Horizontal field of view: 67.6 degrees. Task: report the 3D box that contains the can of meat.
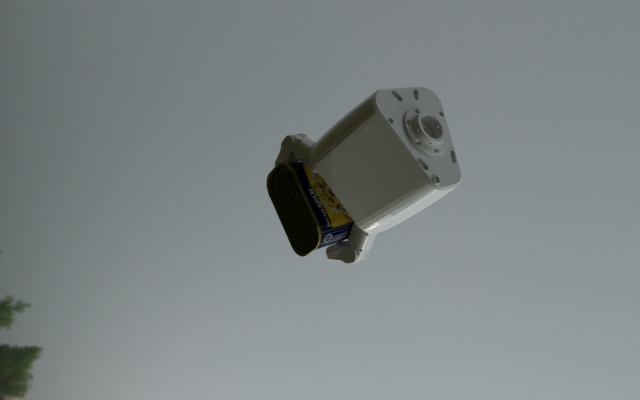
[{"bbox_3d":[0.000,0.002,0.537,0.084,0.102,0.057,-15,-17,-38],"label":"can of meat"}]
